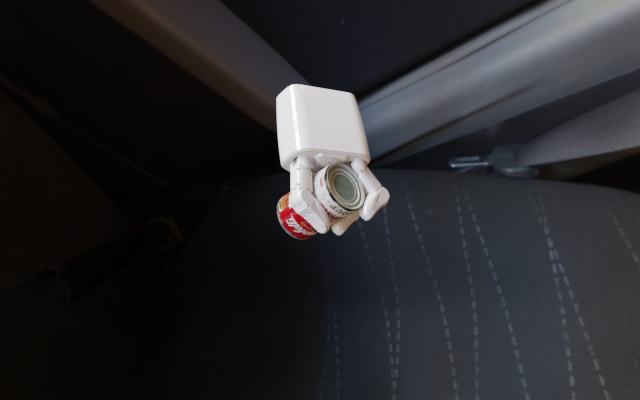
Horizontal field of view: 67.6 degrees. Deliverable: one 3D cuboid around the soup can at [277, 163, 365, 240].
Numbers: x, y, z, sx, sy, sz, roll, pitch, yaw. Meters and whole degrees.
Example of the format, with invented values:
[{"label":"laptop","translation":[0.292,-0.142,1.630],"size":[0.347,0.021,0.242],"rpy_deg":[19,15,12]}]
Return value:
[{"label":"soup can","translation":[0.000,0.002,0.623],"size":[0.068,0.068,0.102],"rpy_deg":[0,-24,-44]}]
